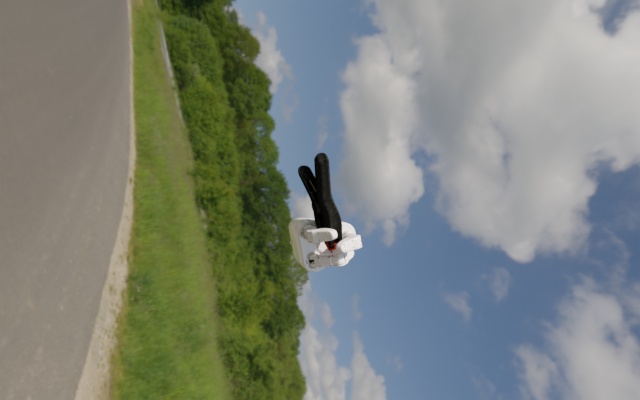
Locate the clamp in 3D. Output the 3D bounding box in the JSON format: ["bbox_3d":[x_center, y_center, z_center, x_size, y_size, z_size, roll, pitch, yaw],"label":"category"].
[{"bbox_3d":[0.001,0.003,0.853,0.039,0.171,0.120,-12,5,-15],"label":"clamp"}]
